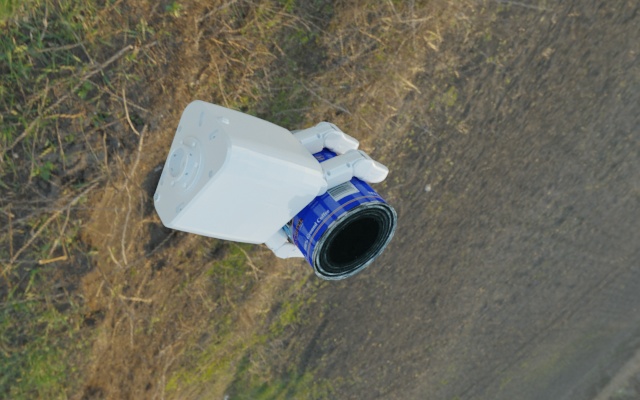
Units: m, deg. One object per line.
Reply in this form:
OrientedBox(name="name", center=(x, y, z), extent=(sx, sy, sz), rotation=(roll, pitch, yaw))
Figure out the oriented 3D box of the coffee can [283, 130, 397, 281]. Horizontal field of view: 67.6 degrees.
OrientedBox(name="coffee can", center=(0.000, 0.002, 0.522), extent=(0.103, 0.103, 0.140), rotation=(0, 36, -40))
